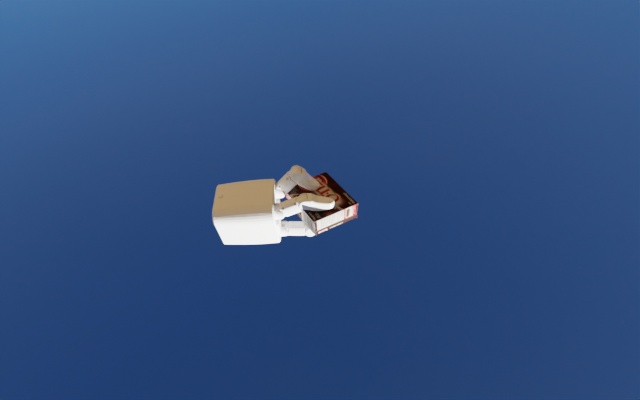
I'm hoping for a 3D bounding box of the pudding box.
[{"bbox_3d":[0.000,0.003,0.854,0.090,0.039,0.113,-23,46,-21],"label":"pudding box"}]
